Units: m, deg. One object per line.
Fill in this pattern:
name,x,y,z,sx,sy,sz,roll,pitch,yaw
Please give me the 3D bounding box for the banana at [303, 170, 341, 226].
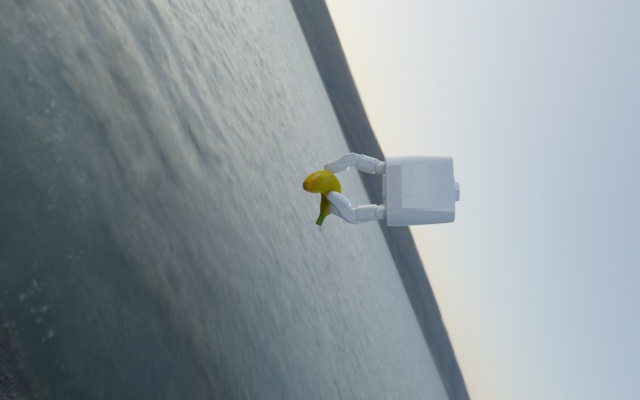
banana,0.008,-0.013,0.803,0.037,0.069,0.198,20,-17,14
